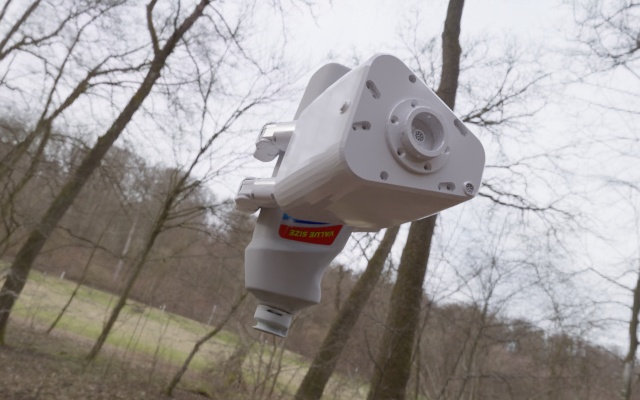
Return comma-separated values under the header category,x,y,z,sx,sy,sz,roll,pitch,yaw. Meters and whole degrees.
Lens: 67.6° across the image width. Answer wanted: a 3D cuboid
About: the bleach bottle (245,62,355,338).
category,x,y,z,sx,sy,sz,roll,pitch,yaw
bleach bottle,0.000,0.001,0.442,0.102,0.250,0.068,25,-21,-20
